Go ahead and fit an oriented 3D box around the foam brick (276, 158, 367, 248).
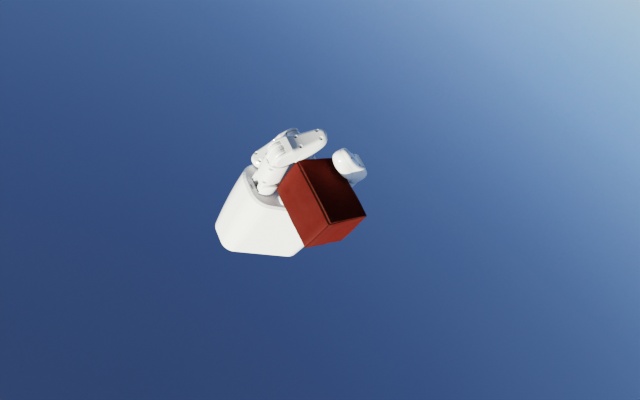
[{"bbox_3d":[0.000,0.002,0.495,0.053,0.078,0.051,-7,-30,-40],"label":"foam brick"}]
